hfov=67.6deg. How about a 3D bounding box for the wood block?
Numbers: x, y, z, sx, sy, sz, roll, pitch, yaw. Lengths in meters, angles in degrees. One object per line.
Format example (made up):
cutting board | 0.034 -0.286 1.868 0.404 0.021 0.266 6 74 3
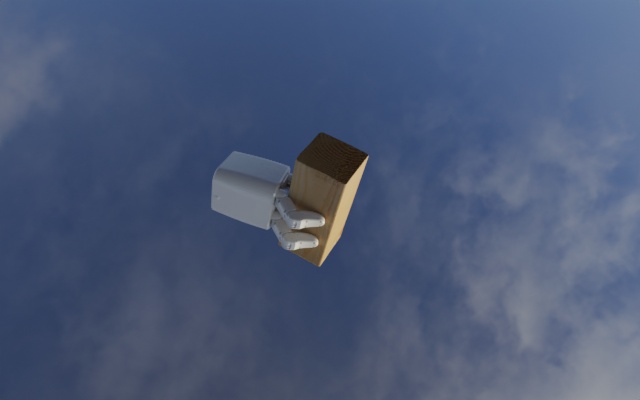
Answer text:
wood block | 0.000 0.002 0.807 0.090 0.206 0.090 27 46 11
